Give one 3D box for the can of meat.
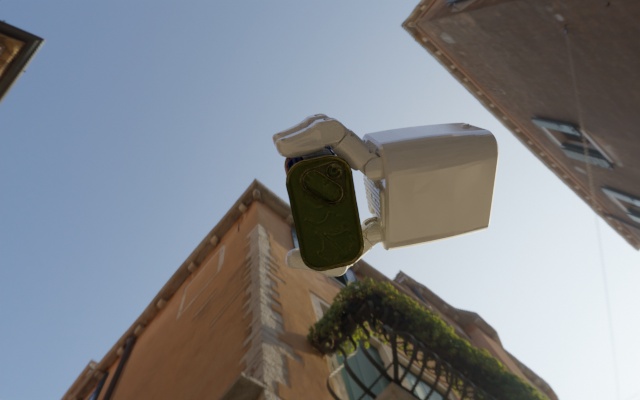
[{"bbox_3d":[0.000,0.001,0.448,0.057,0.102,0.084,-12,17,-3],"label":"can of meat"}]
